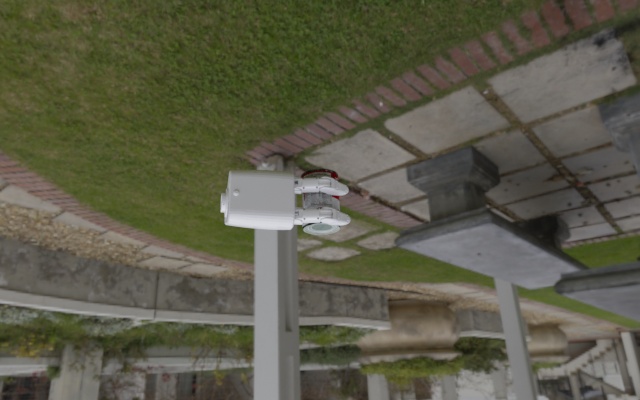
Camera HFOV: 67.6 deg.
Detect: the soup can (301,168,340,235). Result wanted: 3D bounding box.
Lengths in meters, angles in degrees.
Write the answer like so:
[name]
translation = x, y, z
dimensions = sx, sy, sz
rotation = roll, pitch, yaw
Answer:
[soup can]
translation = 0.001, 0.003, 0.848
dimensions = 0.068, 0.102, 0.068
rotation = -2, -21, -1
